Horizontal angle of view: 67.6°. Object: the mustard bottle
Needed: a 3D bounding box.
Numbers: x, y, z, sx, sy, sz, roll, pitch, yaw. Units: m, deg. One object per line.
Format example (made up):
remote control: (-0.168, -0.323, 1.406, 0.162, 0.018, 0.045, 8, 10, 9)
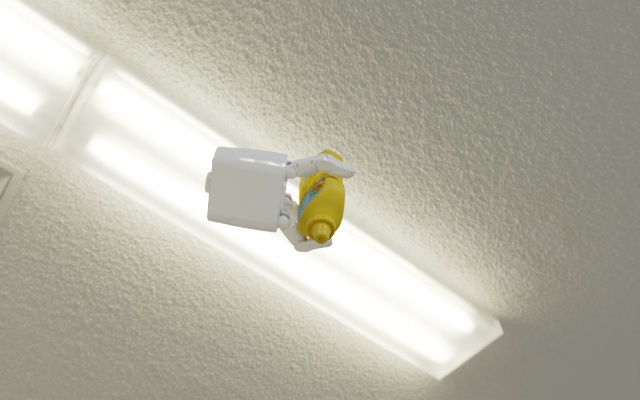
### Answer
mustard bottle: (0.000, 0.002, 0.721, 0.058, 0.096, 0.191, 29, 27, -16)
